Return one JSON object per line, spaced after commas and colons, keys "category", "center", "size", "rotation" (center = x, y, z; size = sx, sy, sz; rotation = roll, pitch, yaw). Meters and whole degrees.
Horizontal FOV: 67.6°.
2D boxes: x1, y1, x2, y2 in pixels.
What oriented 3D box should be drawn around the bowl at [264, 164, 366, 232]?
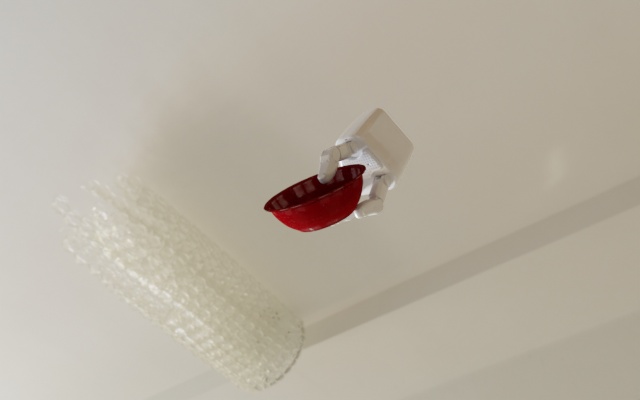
{"category": "bowl", "center": [-0.001, 0.003, 0.708], "size": [0.162, 0.055, 0.162], "rotation": [-21, 13, 5]}
